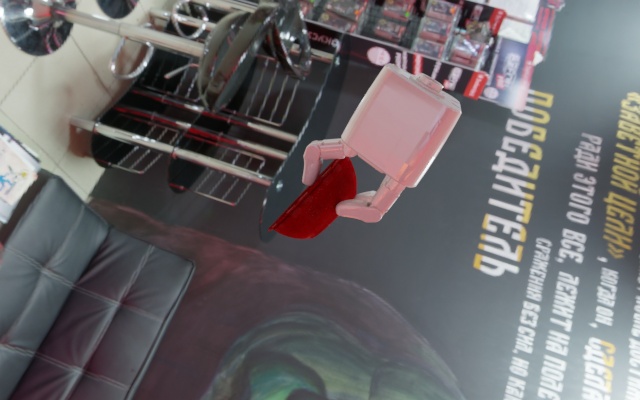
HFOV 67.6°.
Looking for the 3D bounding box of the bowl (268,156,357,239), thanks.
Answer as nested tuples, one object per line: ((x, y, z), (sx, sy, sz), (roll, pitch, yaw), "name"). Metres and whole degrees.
((0.000, 0.003, 0.672), (0.055, 0.162, 0.162), (44, -4, -3), "bowl")
